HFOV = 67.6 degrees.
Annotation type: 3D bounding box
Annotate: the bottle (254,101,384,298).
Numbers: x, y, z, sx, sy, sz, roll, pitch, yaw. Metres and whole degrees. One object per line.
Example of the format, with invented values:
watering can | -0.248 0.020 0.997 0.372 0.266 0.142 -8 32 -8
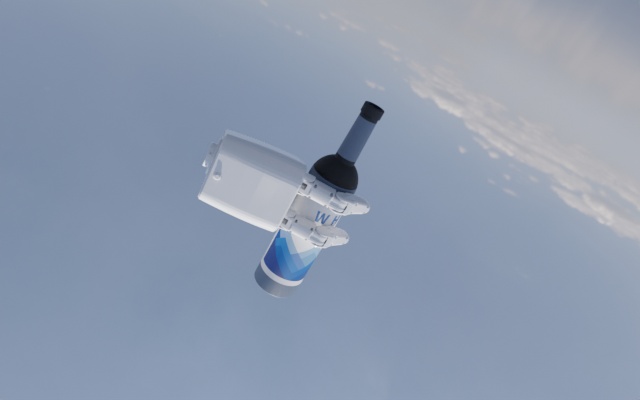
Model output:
bottle | 0.000 0.002 0.643 0.069 0.296 0.069 25 24 -12
